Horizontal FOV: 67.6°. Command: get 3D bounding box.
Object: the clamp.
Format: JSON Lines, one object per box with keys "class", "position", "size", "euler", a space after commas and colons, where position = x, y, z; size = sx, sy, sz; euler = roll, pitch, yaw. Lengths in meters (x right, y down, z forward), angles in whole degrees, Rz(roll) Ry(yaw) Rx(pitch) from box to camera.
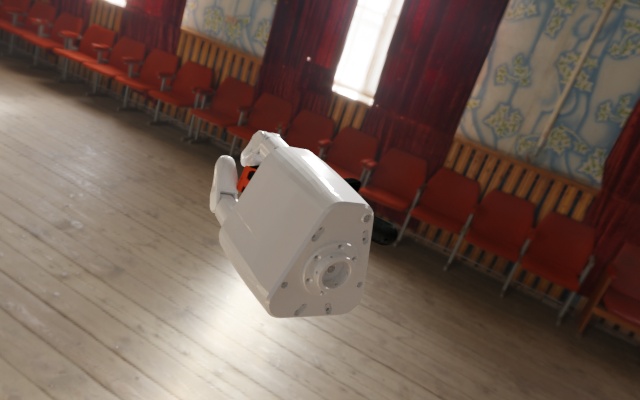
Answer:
{"class": "clamp", "position": [0.000, 0.001, 0.504], "size": [0.171, 0.039, 0.120], "euler": [6, 23, -34]}
